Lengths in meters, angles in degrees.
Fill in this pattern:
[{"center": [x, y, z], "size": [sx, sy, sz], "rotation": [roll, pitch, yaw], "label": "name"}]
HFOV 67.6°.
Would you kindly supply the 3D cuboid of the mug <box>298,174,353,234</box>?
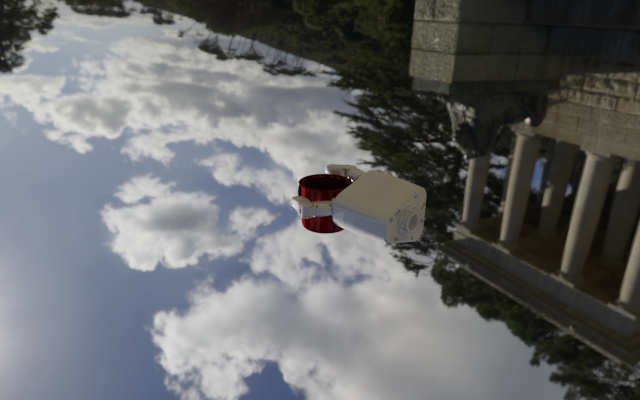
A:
[{"center": [-0.001, 0.003, 0.832], "size": [0.093, 0.081, 0.117], "rotation": [-17, 27, -41], "label": "mug"}]
